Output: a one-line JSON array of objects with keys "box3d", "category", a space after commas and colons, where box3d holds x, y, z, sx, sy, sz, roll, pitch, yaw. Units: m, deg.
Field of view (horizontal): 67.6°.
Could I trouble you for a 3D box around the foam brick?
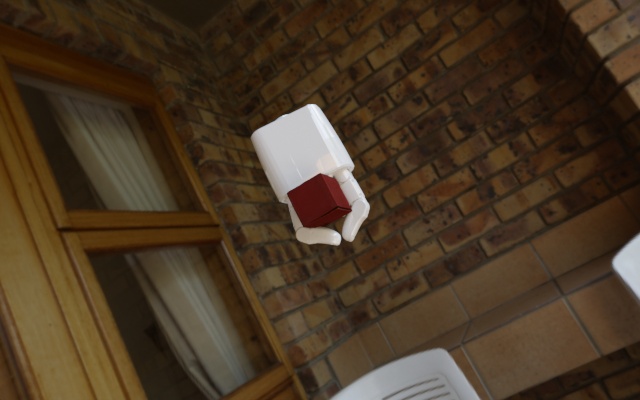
[{"box3d": [0.000, 0.002, 0.624, 0.053, 0.051, 0.078, -29, -12, 13], "category": "foam brick"}]
